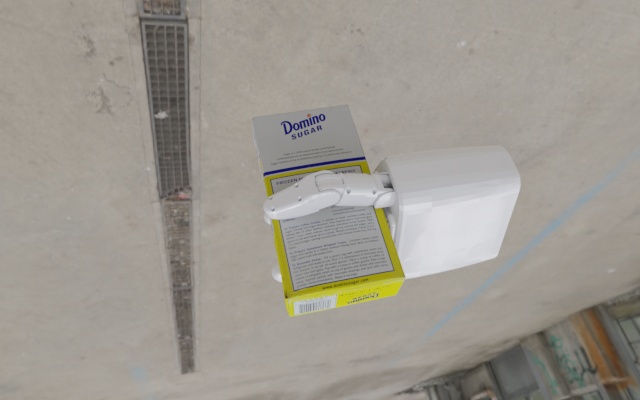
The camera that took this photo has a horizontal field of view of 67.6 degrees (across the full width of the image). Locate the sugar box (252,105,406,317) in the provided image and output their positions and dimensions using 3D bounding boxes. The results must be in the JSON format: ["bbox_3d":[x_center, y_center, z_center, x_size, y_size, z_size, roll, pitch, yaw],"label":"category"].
[{"bbox_3d":[0.000,0.002,0.410,0.093,0.176,0.048,-9,-32,-9],"label":"sugar box"}]
